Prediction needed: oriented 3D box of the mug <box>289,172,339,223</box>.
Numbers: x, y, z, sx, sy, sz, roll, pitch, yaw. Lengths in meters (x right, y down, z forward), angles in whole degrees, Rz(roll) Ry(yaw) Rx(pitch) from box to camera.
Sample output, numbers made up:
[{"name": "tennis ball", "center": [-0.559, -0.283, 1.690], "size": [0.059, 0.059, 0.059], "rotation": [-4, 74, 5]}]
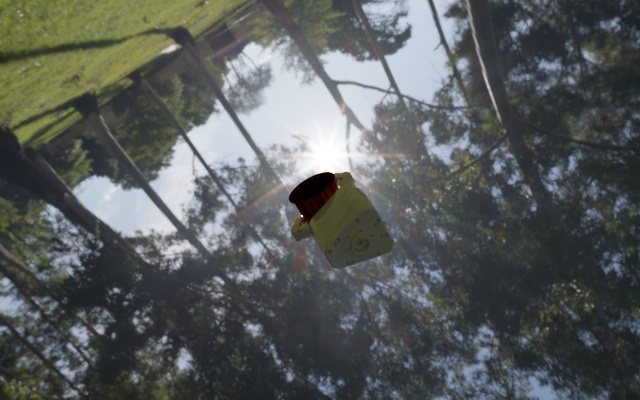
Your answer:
[{"name": "mug", "center": [0.000, 0.003, 0.874], "size": [0.093, 0.081, 0.117], "rotation": [-30, 25, 1]}]
